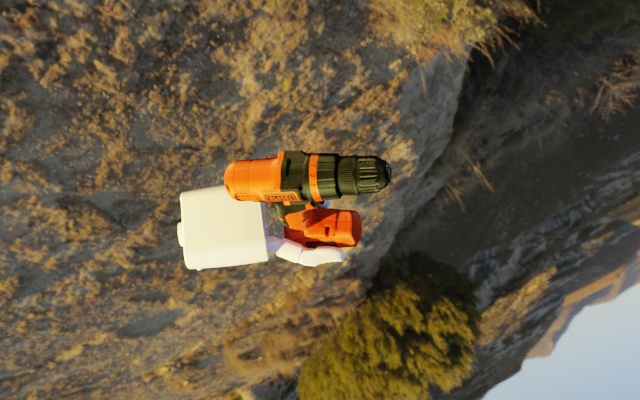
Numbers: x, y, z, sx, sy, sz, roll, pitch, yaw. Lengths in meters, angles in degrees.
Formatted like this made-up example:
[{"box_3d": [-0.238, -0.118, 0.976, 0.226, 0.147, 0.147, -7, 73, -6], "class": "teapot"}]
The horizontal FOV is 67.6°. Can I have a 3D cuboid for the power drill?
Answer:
[{"box_3d": [0.000, 0.002, 0.579, 0.184, 0.057, 0.188, 0, -26, 14], "class": "power drill"}]
